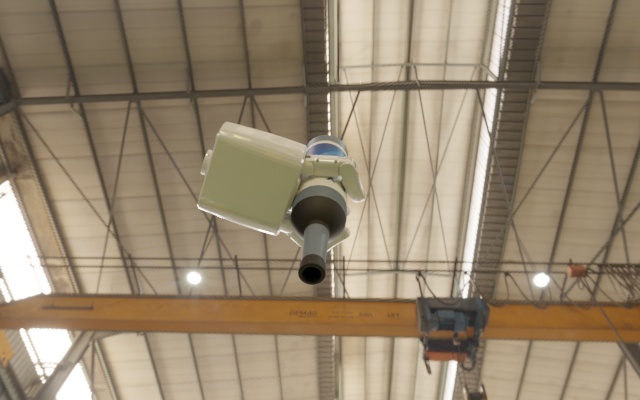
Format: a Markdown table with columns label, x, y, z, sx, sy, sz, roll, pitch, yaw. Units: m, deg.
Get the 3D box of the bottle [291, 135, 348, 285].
| label | x | y | z | sx | sy | sz | roll | pitch | yaw |
| --- | --- | --- | --- | --- | --- | --- | --- | --- | --- |
| bottle | 0.000 | 0.002 | 0.596 | 0.069 | 0.069 | 0.295 | 0 | 29 | 4 |
